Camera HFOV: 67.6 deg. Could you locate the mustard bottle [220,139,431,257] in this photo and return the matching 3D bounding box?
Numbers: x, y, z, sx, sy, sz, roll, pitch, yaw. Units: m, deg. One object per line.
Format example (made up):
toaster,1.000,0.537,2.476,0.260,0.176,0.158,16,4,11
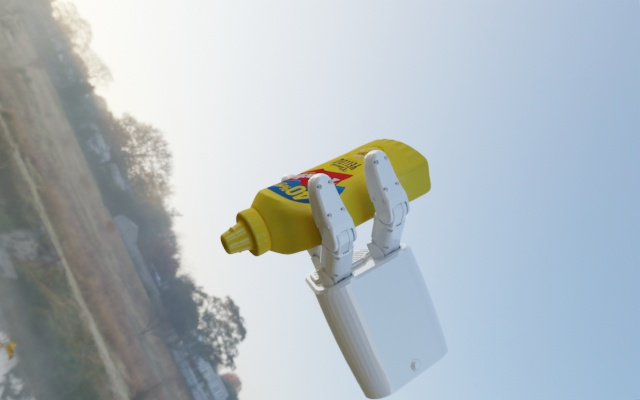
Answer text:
mustard bottle,0.000,0.001,0.432,0.191,0.058,0.096,-25,28,-25
